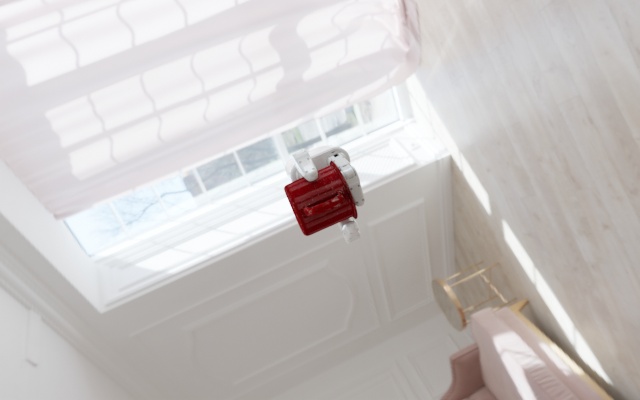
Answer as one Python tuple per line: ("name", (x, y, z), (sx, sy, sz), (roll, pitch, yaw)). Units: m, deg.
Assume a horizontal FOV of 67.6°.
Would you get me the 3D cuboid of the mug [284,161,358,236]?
("mug", (0.000, 0.003, 0.683), (0.081, 0.093, 0.117), (-24, 12, -6))
